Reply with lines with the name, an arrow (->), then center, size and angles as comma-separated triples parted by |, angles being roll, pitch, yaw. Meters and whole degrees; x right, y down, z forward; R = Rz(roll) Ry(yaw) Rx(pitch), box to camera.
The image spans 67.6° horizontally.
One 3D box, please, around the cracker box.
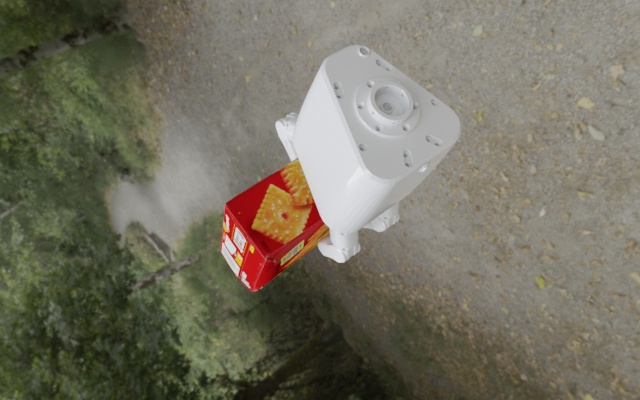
cracker box -> 0.000, 0.002, 0.516 | 0.213, 0.072, 0.164 | -33, -10, -23
